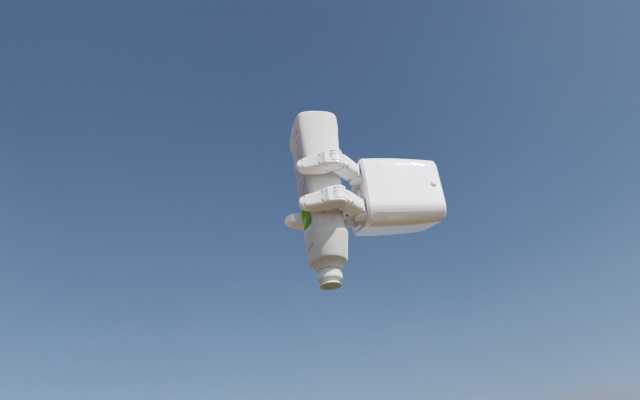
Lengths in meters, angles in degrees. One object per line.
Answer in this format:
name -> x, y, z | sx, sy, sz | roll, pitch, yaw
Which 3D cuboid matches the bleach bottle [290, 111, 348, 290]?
bleach bottle -> 0.000, 0.002, 0.658 | 0.068, 0.250, 0.103 | -1, -30, -9
